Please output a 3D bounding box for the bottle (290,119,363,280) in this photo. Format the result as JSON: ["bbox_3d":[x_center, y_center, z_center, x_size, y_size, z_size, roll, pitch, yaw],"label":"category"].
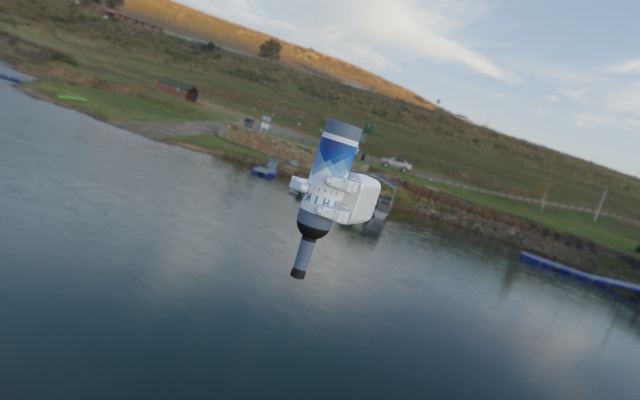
[{"bbox_3d":[0.000,0.003,0.870,0.069,0.296,0.069,17,7,-2],"label":"bottle"}]
